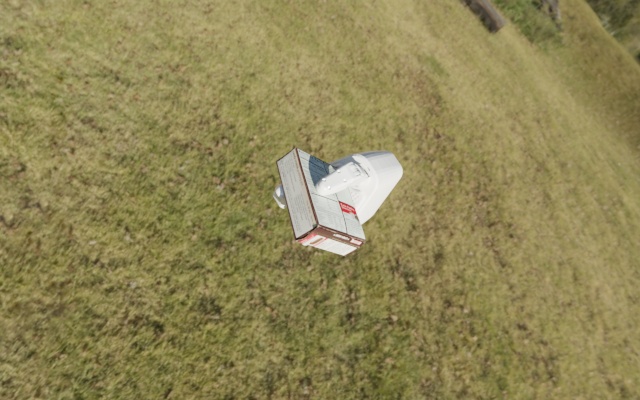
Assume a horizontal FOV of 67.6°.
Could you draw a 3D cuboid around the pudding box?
[{"bbox_3d":[0.000,0.002,0.559,0.039,0.113,0.090,-37,-37,28],"label":"pudding box"}]
